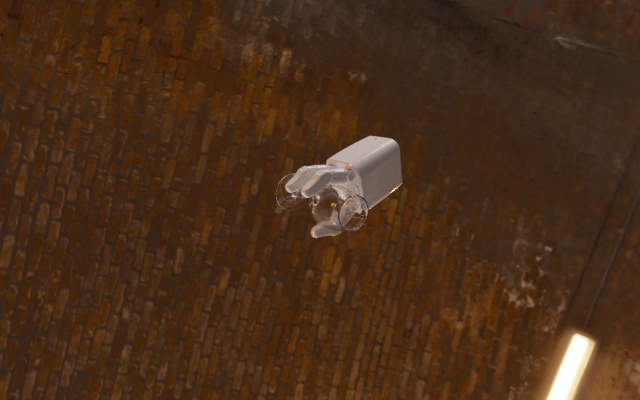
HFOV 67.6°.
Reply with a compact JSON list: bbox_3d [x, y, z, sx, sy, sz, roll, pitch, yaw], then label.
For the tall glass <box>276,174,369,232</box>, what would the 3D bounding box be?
[{"bbox_3d":[0.000,0.003,0.849,0.079,0.079,0.201,0,11,-33],"label":"tall glass"}]
